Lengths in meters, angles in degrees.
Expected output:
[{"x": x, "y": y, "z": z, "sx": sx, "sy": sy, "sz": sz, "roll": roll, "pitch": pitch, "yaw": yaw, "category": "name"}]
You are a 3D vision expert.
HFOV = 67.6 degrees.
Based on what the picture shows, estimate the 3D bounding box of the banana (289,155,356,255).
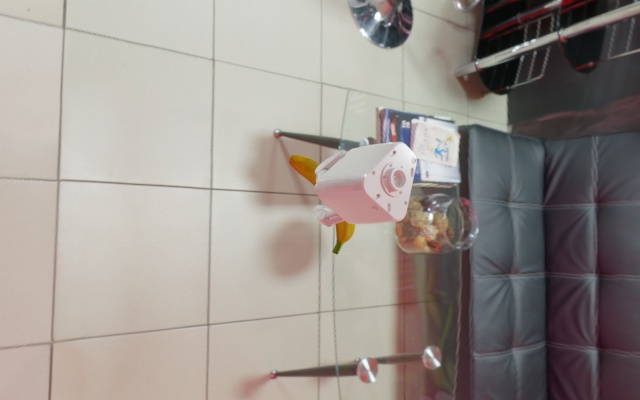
[{"x": 0.015, "y": -0.004, "z": 0.838, "sx": 0.069, "sy": 0.198, "sz": 0.037, "roll": -35, "pitch": 17, "yaw": -30, "category": "banana"}]
